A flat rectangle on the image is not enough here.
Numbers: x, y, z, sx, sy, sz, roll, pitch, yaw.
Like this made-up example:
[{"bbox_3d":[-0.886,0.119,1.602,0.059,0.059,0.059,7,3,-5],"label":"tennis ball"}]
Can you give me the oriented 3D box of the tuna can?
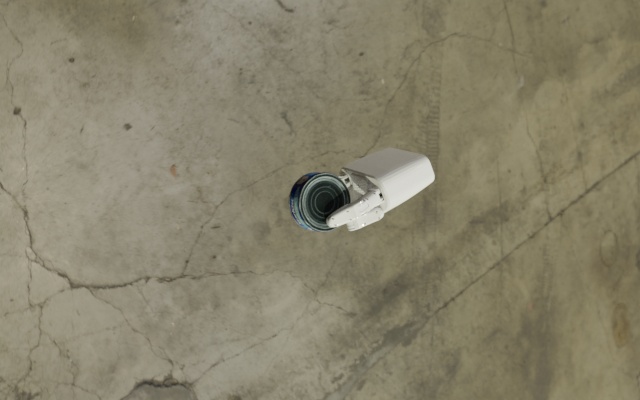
[{"bbox_3d":[0.000,0.002,0.682,0.086,0.086,0.034,0,2,-28],"label":"tuna can"}]
